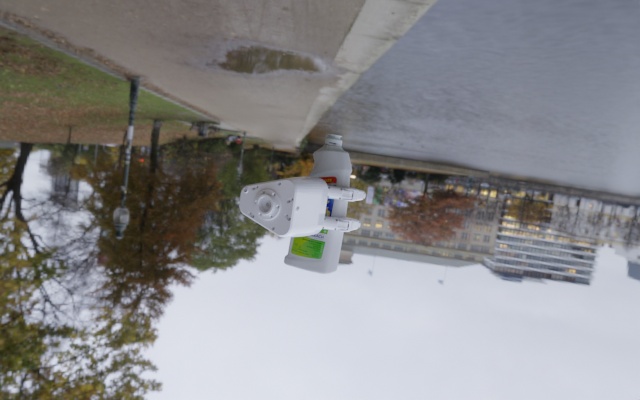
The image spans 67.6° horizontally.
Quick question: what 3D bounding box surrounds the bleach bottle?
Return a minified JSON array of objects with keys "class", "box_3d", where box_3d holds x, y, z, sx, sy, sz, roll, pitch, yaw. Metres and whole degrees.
[{"class":"bleach bottle","box_3d":[0.000,0.003,0.884,0.102,0.251,0.068,11,6,26]}]
